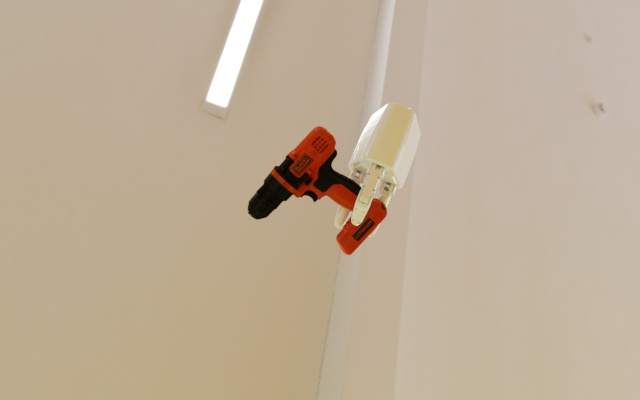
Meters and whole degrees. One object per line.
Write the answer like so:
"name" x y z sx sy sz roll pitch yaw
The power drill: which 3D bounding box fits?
"power drill" 0.001 0.003 0.778 0.188 0.184 0.057 42 6 -14
